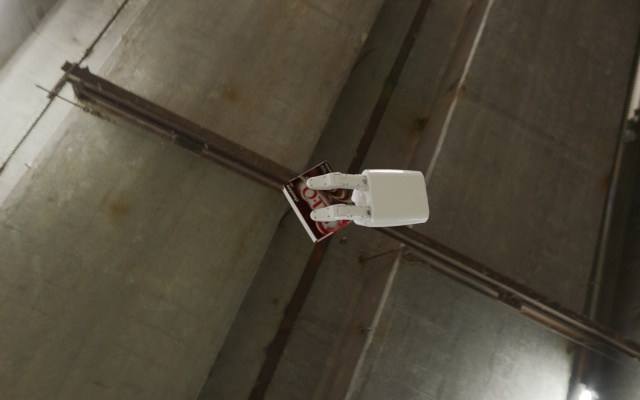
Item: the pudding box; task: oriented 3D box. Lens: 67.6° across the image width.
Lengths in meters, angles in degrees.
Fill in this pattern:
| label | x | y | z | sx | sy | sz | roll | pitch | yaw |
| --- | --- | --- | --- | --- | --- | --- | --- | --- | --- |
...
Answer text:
| label | x | y | z | sx | sy | sz | roll | pitch | yaw |
| --- | --- | --- | --- | --- | --- | --- | --- | --- | --- |
| pudding box | 0.000 | 0.003 | 0.818 | 0.090 | 0.113 | 0.039 | -31 | -8 | -17 |
